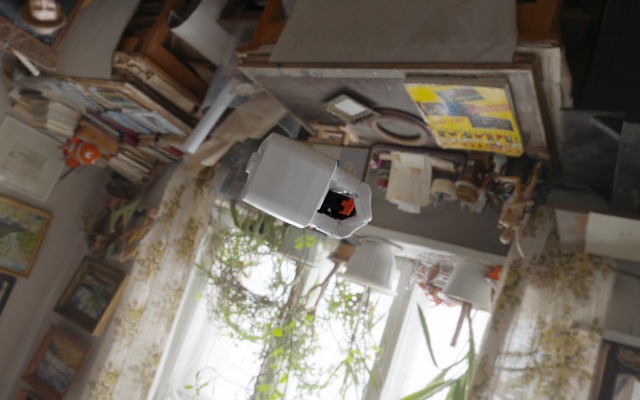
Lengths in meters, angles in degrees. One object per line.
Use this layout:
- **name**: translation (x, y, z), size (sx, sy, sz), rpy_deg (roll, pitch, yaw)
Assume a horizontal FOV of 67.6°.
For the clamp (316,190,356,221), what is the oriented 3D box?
- **clamp**: translation (0.000, 0.003, 0.809), size (0.120, 0.039, 0.171), rpy_deg (25, -13, -15)
